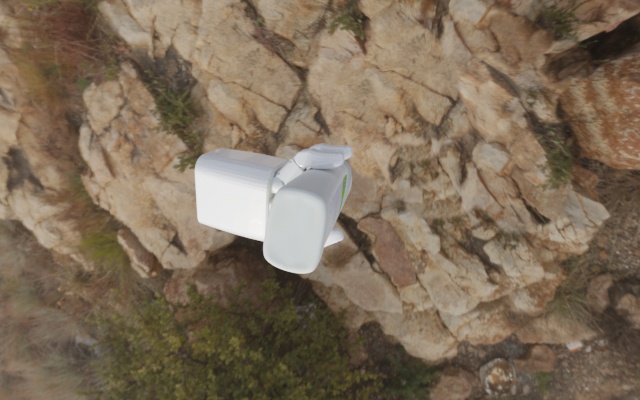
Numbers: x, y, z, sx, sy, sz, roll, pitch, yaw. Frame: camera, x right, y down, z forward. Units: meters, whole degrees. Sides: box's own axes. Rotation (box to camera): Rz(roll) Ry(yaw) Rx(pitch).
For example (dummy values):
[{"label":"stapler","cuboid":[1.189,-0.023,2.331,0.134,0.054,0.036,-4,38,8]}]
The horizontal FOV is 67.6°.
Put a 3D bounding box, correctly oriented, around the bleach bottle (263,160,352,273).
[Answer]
[{"label":"bleach bottle","cuboid":[0.000,0.002,0.638,0.068,0.102,0.250,15,17,10]}]
